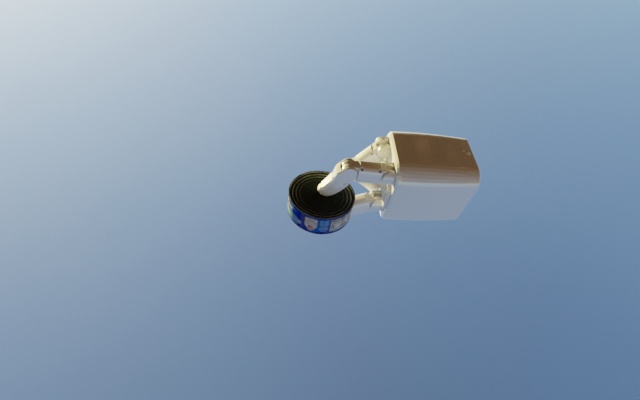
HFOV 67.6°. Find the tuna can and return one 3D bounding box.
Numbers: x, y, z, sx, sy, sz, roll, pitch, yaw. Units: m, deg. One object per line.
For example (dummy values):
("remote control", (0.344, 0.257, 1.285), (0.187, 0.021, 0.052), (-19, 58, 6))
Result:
("tuna can", (0.000, 0.002, 0.619), (0.086, 0.086, 0.034), (0, -44, -10))
